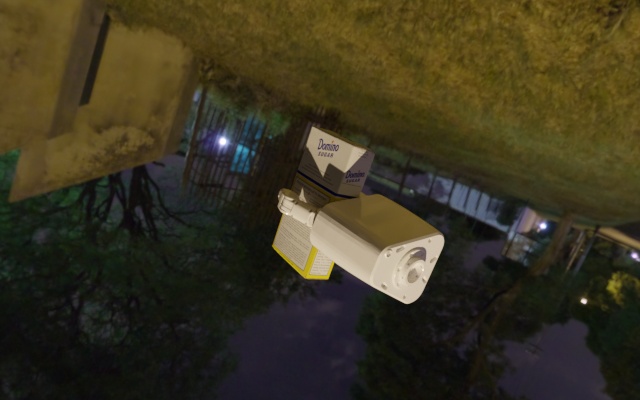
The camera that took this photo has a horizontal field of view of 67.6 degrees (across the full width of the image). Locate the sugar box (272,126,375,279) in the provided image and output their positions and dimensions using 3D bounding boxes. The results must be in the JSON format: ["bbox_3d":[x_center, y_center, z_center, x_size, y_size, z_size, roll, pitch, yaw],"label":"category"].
[{"bbox_3d":[0.001,0.002,0.616,0.048,0.176,0.093,12,15,-40],"label":"sugar box"}]
